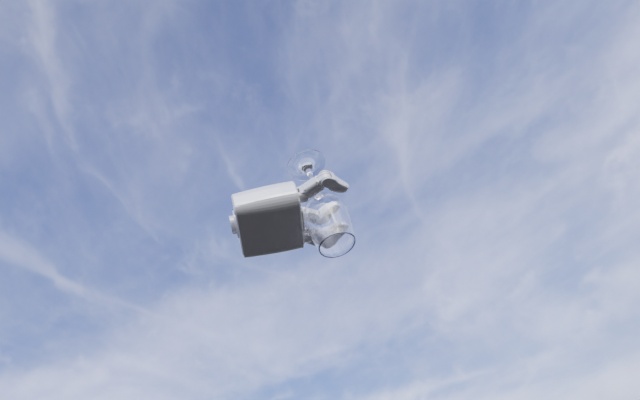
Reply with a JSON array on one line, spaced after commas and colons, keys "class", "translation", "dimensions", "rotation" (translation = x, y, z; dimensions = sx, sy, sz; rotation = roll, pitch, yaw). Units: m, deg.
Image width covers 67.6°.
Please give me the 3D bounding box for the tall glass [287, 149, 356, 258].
[{"class": "tall glass", "translation": [0.000, 0.002, 0.823], "dimensions": [0.079, 0.079, 0.201], "rotation": [0, 44, -22]}]
